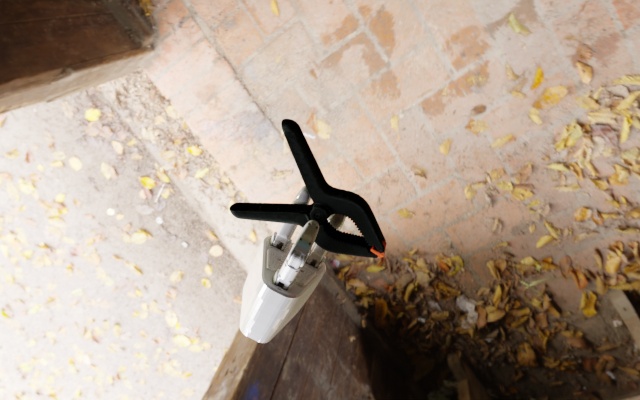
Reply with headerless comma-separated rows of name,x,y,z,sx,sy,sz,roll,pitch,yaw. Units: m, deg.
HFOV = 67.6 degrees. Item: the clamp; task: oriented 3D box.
clamp,0.000,0.003,0.612,0.210,0.165,0.036,28,33,-2
